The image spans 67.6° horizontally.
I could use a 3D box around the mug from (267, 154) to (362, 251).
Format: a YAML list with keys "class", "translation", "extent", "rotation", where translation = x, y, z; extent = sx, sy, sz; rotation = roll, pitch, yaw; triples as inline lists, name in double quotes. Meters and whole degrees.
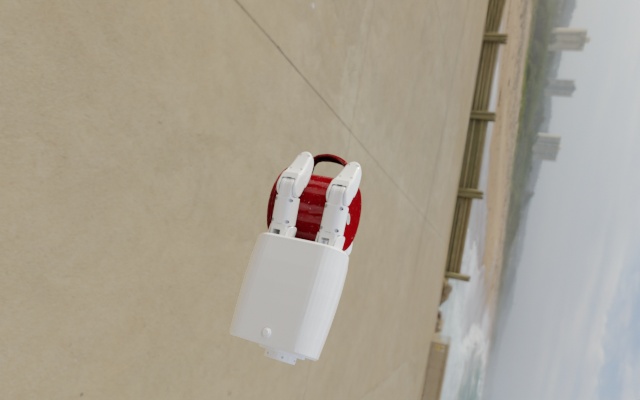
- class: "mug"
  translation: [0.001, 0.001, 0.548]
  extent: [0.081, 0.117, 0.093]
  rotation: [10, -18, 22]
